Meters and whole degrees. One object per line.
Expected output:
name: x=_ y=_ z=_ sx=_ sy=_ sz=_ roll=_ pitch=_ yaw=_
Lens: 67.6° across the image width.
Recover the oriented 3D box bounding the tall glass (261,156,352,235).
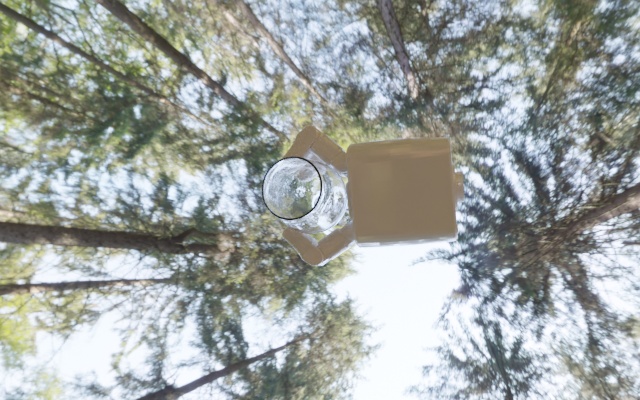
tall glass: x=0.000 y=0.002 z=0.545 sx=0.079 sy=0.079 sz=0.201 roll=0 pitch=-8 yaw=17
